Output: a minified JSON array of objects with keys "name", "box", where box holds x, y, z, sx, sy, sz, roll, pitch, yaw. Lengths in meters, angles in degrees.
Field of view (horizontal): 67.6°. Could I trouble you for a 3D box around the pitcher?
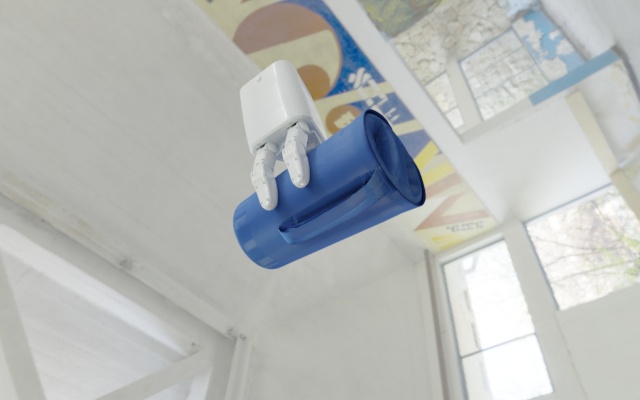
[{"name":"pitcher","box":[0.000,0.002,0.616,0.243,0.145,0.149,-30,-31,27]}]
